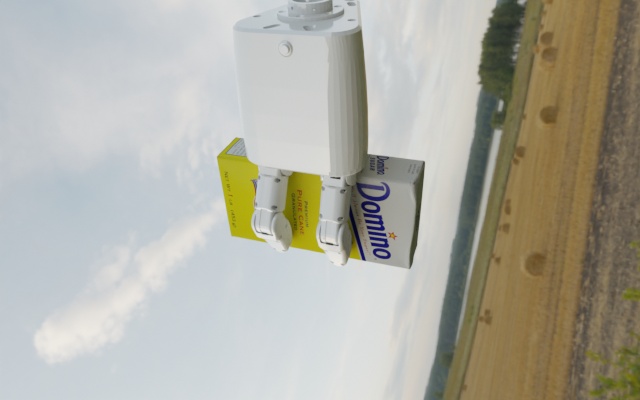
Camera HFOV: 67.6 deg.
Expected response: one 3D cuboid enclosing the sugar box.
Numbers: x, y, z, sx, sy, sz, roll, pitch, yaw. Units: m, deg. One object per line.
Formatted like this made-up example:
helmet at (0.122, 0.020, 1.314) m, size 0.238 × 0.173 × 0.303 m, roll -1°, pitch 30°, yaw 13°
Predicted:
sugar box at (0.000, 0.002, 0.429) m, size 0.176 × 0.093 × 0.048 m, roll 10°, pitch 37°, yaw 18°
